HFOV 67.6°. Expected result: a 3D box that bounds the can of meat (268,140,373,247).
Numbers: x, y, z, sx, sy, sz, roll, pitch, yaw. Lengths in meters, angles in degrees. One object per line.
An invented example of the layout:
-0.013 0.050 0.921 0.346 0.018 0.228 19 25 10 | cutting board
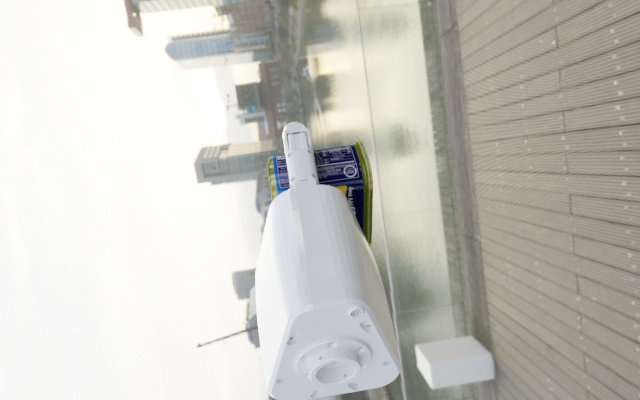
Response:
0.000 0.001 0.430 0.084 0.102 0.057 -8 44 -4 | can of meat
